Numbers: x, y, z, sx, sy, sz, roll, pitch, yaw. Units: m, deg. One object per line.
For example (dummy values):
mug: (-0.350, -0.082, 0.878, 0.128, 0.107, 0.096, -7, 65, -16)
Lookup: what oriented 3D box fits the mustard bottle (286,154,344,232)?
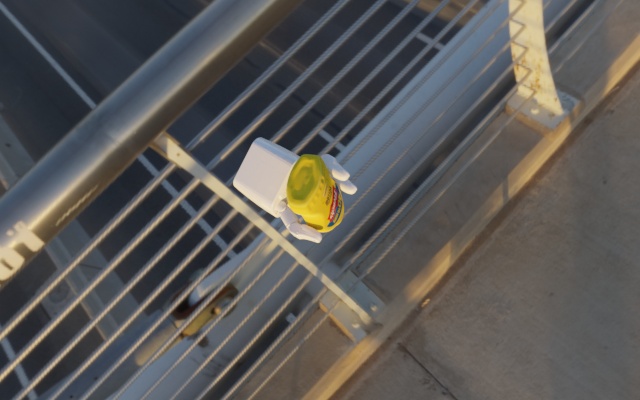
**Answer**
mustard bottle: (0.000, 0.003, 0.836, 0.058, 0.096, 0.192, 6, -21, 20)
